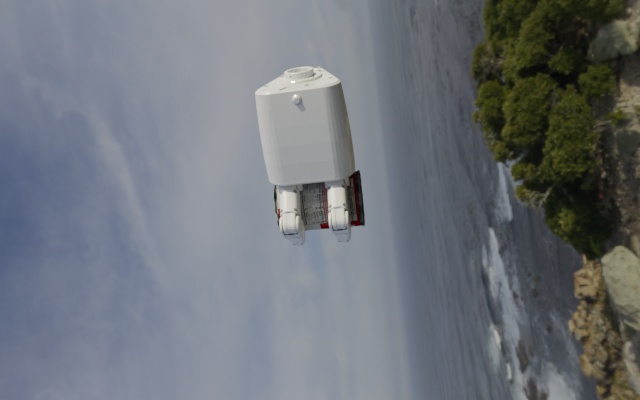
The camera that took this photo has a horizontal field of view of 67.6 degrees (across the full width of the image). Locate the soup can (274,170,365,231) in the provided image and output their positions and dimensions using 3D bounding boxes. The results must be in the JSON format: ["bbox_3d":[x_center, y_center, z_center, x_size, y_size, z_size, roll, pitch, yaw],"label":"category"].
[{"bbox_3d":[0.000,0.002,0.581,0.102,0.068,0.068,-6,-1,7],"label":"soup can"}]
